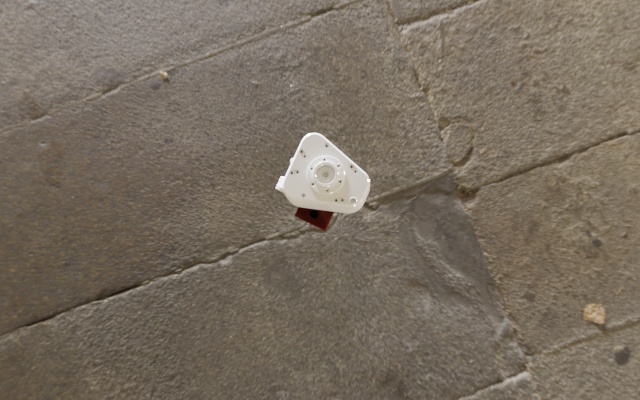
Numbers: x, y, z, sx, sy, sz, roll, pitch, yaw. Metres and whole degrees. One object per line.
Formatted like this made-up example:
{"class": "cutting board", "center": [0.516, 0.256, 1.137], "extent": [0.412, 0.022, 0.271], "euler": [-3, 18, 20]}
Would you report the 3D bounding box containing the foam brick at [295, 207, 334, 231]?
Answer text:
{"class": "foam brick", "center": [0.000, 0.003, 0.745], "extent": [0.053, 0.078, 0.051], "euler": [24, -2, 4]}
